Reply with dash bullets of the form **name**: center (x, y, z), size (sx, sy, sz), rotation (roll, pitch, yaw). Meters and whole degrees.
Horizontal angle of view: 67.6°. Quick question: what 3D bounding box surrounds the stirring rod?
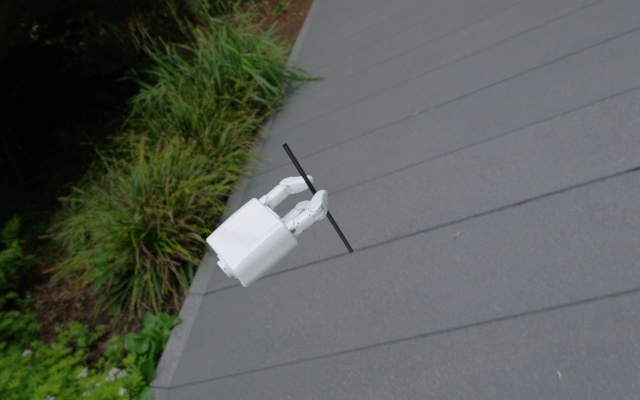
- **stirring rod**: center (0.000, 0.003, 0.796), size (0.011, 0.240, 0.011), rotation (-23, 31, 15)
